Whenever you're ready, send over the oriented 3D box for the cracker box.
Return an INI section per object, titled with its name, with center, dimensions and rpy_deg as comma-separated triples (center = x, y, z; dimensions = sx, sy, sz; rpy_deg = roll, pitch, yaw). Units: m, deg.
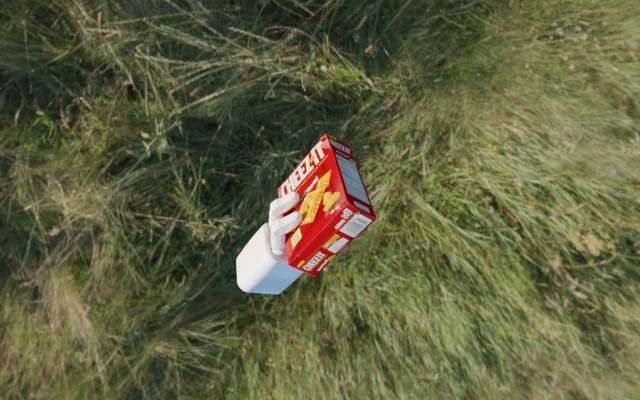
[cracker box]
center = 0.000, 0.003, 0.868
dimensions = 0.072, 0.164, 0.213
rpy_deg = 28, 29, -30
